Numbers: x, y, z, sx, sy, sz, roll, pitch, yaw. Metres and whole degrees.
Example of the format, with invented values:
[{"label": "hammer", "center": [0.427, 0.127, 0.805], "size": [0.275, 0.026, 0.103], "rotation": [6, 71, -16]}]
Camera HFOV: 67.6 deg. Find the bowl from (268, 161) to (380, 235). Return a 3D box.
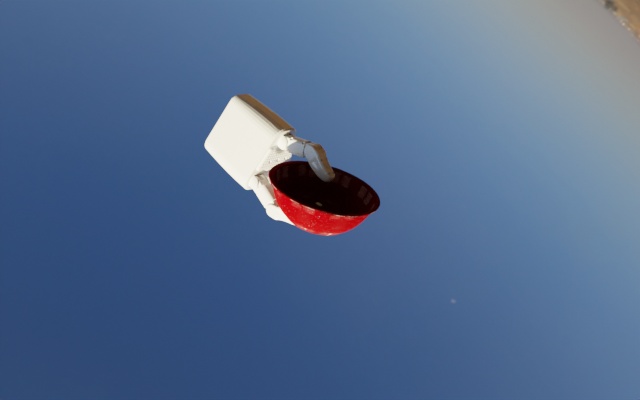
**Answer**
[{"label": "bowl", "center": [0.001, 0.003, 0.677], "size": [0.162, 0.055, 0.162], "rotation": [13, 25, -6]}]
